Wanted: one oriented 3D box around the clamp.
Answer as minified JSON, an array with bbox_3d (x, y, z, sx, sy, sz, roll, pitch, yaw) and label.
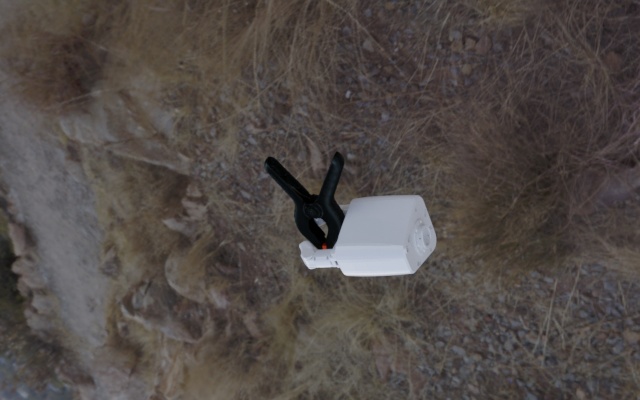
[{"bbox_3d":[0.000,0.003,0.692,0.120,0.171,0.039,-7,32,34],"label":"clamp"}]
